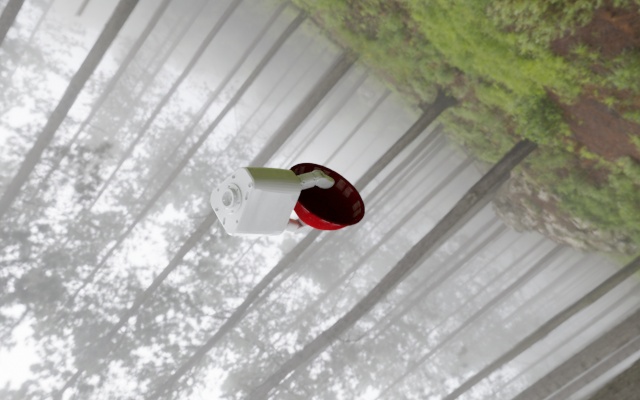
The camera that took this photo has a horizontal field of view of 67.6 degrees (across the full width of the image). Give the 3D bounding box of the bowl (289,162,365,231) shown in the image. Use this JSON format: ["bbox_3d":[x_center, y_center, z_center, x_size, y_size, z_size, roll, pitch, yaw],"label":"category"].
[{"bbox_3d":[0.001,0.003,0.887,0.162,0.162,0.055,0,-44,-38],"label":"bowl"}]
